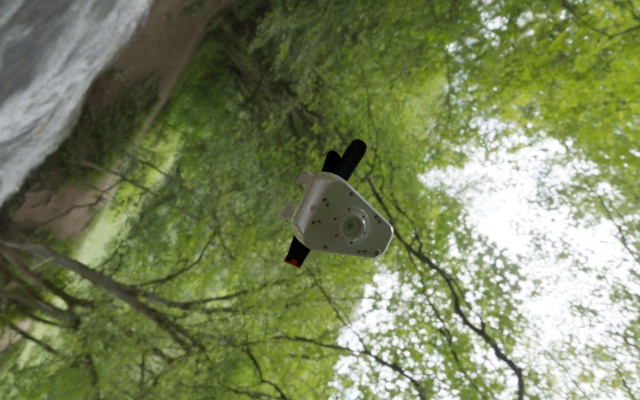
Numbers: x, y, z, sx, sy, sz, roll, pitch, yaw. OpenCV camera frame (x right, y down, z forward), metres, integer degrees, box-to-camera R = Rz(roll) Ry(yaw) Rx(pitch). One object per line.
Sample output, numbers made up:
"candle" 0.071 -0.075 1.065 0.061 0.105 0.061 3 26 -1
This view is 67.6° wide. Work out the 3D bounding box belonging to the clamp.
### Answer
"clamp" 0.001 0.003 0.743 0.036 0.210 0.164 26 1 -10
